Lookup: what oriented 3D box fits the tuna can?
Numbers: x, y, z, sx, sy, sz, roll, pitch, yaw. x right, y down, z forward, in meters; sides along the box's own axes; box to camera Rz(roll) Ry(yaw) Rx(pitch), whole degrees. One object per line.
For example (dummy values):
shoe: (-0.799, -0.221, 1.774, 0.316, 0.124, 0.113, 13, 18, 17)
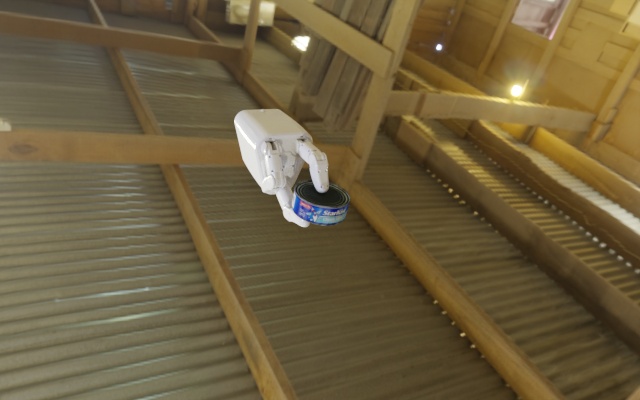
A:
tuna can: (0.000, 0.003, 0.721, 0.086, 0.034, 0.086, 10, 27, -5)
